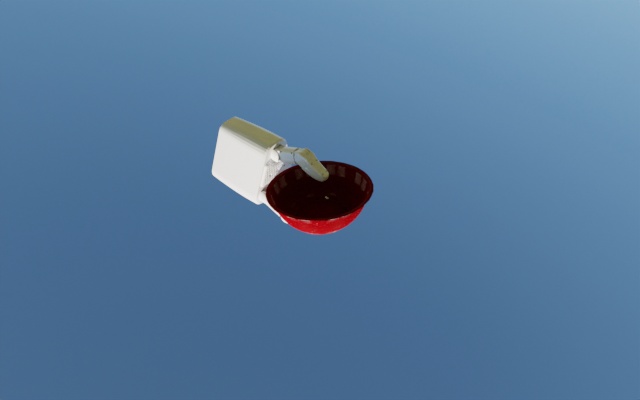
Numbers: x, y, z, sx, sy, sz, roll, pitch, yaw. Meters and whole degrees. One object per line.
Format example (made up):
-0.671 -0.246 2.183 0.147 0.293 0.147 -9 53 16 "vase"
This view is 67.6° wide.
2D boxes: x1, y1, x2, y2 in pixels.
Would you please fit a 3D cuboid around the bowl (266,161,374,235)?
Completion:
0.001 0.003 0.726 0.162 0.055 0.162 -3 34 2 "bowl"
